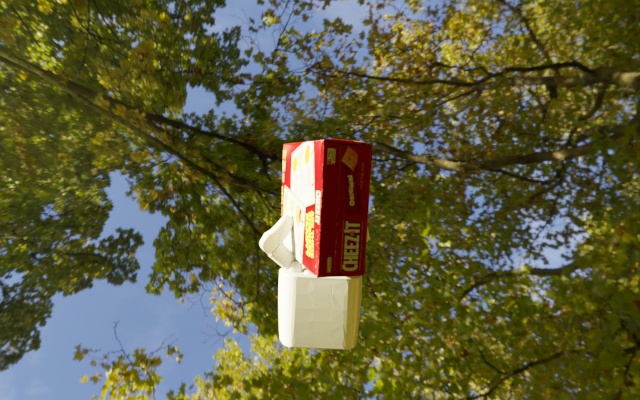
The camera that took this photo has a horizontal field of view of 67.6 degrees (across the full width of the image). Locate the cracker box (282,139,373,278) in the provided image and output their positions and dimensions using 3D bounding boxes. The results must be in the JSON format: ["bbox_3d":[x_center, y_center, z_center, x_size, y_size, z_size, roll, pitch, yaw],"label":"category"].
[{"bbox_3d":[0.000,0.002,0.661,0.072,0.164,0.213,1,5,-17],"label":"cracker box"}]
